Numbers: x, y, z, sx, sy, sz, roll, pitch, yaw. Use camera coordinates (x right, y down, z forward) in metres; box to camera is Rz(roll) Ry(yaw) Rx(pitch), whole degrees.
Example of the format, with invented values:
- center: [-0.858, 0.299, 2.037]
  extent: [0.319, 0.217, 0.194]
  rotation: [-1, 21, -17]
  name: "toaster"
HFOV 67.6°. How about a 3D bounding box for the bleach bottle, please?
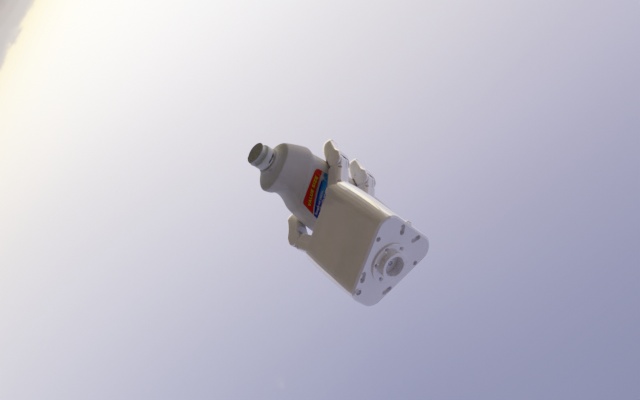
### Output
- center: [0.000, 0.002, 0.658]
  extent: [0.251, 0.102, 0.068]
  rotation: [32, 2, -37]
  name: "bleach bottle"
